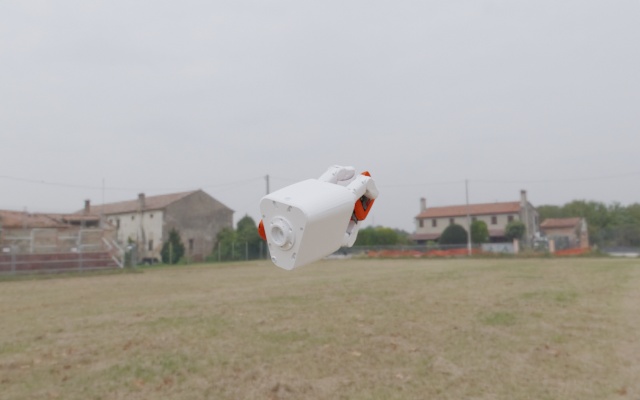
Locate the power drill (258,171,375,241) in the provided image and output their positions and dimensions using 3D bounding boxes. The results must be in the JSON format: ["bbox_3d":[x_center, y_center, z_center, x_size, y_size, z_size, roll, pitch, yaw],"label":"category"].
[{"bbox_3d":[0.000,0.003,0.839,0.187,0.057,0.184,-14,22,26],"label":"power drill"}]
